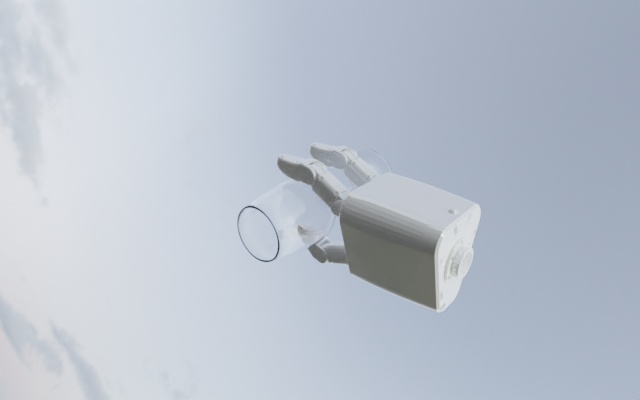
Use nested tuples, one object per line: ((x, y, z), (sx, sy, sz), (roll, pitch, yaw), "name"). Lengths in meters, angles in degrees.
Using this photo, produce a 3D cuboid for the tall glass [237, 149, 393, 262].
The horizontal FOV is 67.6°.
((0.000, 0.002, 0.550), (0.079, 0.079, 0.201), (0, 19, 43), "tall glass")
